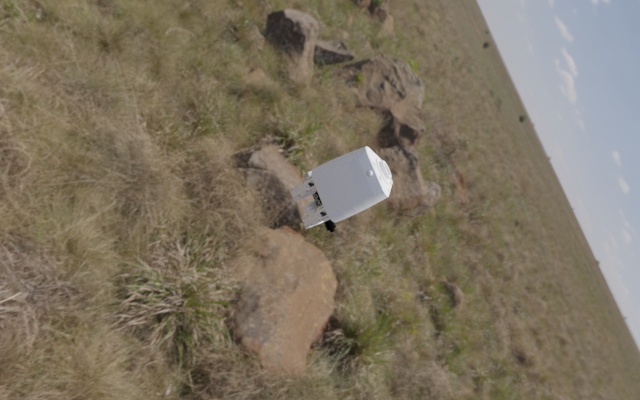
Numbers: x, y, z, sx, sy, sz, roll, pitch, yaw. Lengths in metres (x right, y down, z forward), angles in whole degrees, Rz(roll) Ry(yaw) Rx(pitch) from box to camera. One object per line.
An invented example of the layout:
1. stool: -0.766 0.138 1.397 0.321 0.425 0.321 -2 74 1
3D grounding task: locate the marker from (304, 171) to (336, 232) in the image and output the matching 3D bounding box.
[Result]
1. marker: 0.000 0.003 0.895 0.020 0.121 0.020 -23 -5 -2
